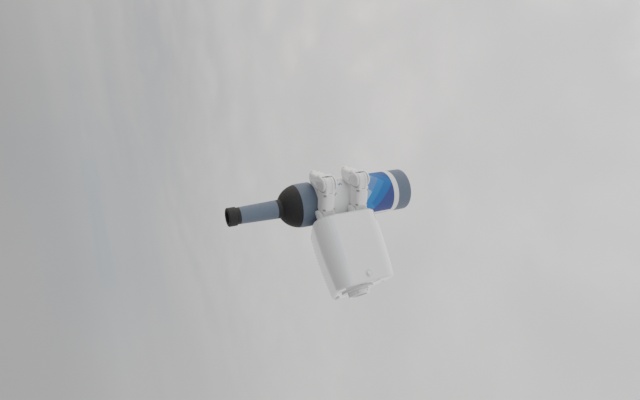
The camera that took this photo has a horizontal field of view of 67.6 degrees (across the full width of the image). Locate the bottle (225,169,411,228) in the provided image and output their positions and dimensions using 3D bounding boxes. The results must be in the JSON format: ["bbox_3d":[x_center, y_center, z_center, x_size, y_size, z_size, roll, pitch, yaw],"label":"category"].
[{"bbox_3d":[0.000,0.002,0.735,0.295,0.069,0.069,-9,4,-25],"label":"bottle"}]
